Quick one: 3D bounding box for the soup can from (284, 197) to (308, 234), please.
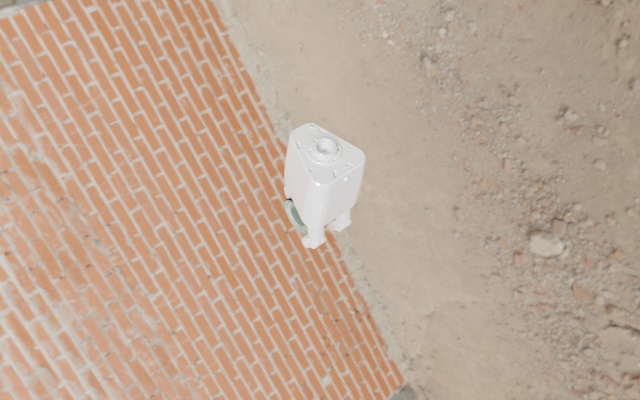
[{"bbox_3d":[0.000,0.003,0.786,0.102,0.068,0.068,-32,15,-25],"label":"soup can"}]
